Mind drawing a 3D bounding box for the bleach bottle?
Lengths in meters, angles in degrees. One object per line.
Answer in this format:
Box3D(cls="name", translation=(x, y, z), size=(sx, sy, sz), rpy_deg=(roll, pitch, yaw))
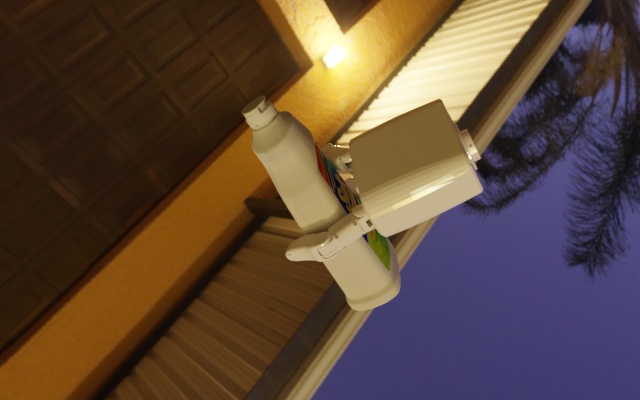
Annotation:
Box3D(cls="bleach bottle", translation=(0.000, 0.002, 0.513), size=(0.068, 0.251, 0.102), rpy_deg=(-26, 30, 19))
